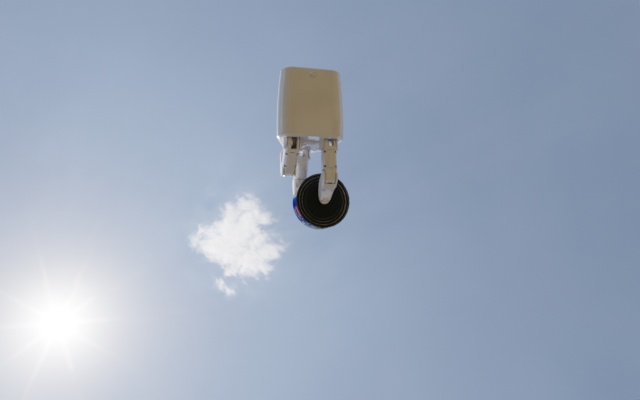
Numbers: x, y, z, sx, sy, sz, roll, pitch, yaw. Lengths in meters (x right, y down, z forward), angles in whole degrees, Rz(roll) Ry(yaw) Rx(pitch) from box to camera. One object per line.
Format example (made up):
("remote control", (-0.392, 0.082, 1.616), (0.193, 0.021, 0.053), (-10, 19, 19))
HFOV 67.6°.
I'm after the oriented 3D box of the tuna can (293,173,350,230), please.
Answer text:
("tuna can", (0.000, 0.003, 0.751), (0.086, 0.086, 0.034), (0, -10, -16))
